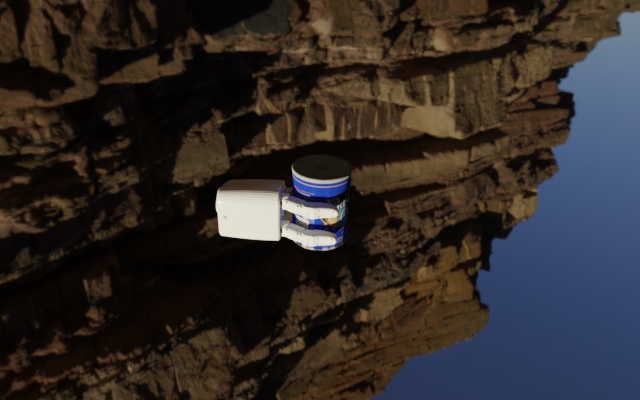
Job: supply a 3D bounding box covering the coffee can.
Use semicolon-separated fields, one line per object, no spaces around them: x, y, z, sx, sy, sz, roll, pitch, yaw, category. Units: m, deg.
0.000;0.003;0.846;0.103;0.140;0.102;2;29;-1;coffee can
